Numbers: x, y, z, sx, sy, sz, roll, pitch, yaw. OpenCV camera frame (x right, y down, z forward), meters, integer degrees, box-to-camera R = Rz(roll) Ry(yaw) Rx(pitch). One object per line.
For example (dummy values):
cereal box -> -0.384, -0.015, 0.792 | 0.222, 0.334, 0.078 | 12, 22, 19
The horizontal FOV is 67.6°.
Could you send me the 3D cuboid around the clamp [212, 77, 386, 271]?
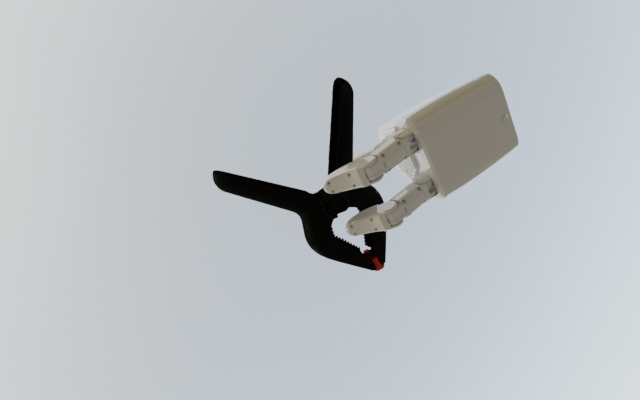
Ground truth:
clamp -> 0.000, 0.002, 0.505 | 0.164, 0.210, 0.036 | -31, 24, -5
